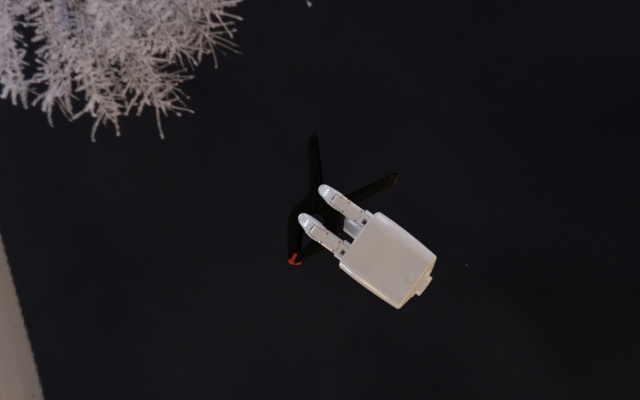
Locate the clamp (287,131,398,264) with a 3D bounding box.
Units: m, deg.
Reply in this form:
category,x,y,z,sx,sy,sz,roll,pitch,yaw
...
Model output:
category,x,y,z,sx,sy,sz,roll,pitch,yaw
clamp,0.000,0.003,0.758,0.164,0.210,0.036,37,4,20
